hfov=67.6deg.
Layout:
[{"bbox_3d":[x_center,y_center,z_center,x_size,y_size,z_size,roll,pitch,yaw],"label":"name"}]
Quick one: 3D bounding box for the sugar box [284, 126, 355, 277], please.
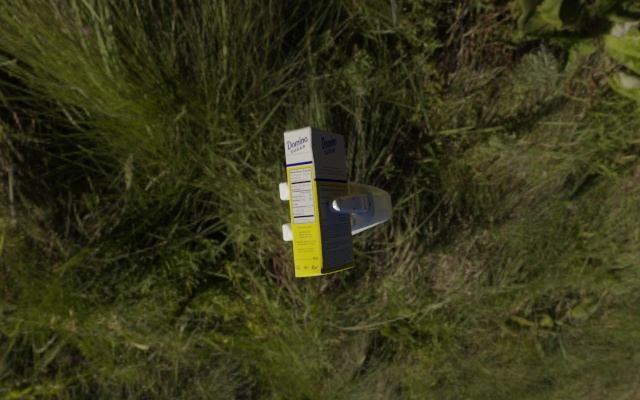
[{"bbox_3d":[0.000,0.002,0.601,0.048,0.176,0.093,-9,-4,27],"label":"sugar box"}]
